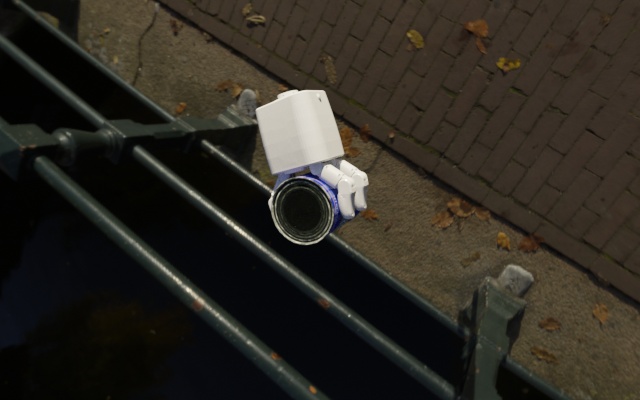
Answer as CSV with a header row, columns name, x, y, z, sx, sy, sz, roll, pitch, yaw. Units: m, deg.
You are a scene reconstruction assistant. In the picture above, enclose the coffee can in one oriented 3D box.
name,x,y,z,sx,sy,sz,roll,pitch,yaw
coffee can,0.000,0.003,0.759,0.103,0.103,0.140,0,11,24
